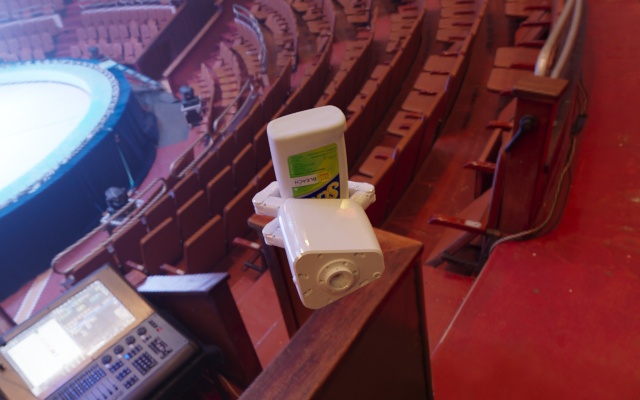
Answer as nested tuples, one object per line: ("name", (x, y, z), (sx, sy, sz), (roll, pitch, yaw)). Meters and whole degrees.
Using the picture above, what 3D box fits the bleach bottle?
("bleach bottle", (0.000, 0.002, 0.664), (0.102, 0.251, 0.068), (-15, 35, -4))
